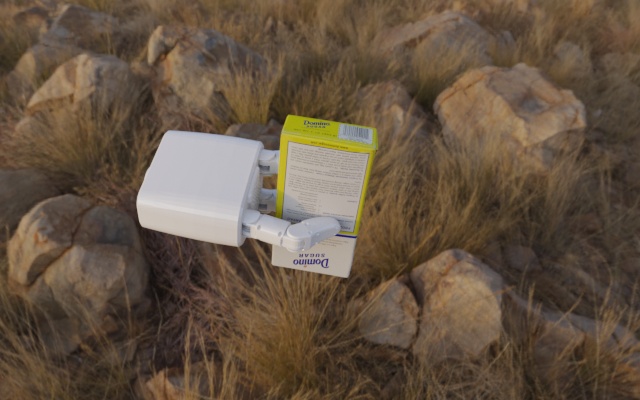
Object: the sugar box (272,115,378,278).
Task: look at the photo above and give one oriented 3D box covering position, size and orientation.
[{"bbox_3d":[0.000,0.001,0.512,0.093,0.176,0.048,10,40,1],"label":"sugar box"}]
